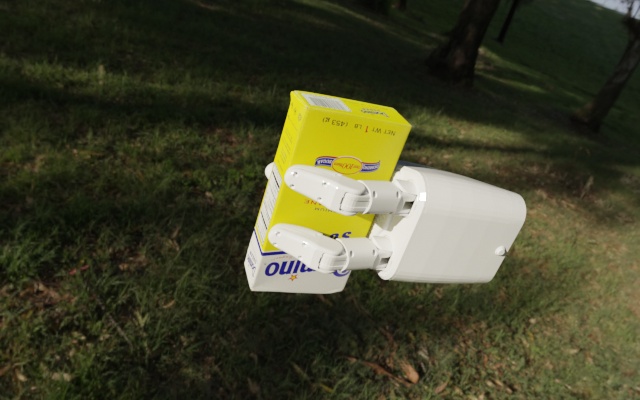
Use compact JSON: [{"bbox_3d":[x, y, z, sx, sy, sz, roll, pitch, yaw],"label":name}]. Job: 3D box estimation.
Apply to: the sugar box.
[{"bbox_3d":[0.000,0.002,0.408,0.093,0.176,0.048,6,28,-23],"label":"sugar box"}]
